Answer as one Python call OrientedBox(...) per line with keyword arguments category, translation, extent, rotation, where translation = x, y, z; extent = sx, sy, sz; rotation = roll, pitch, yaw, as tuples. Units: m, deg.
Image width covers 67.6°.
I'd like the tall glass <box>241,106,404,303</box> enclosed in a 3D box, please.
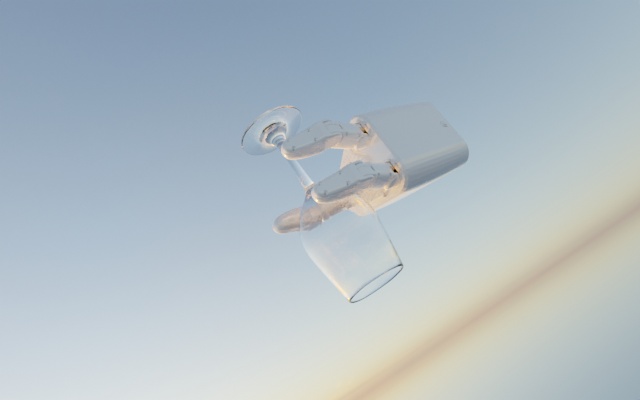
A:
OrientedBox(category="tall glass", translation=(0.000, 0.001, 0.479), extent=(0.079, 0.201, 0.079), rotation=(-29, -22, -13))
